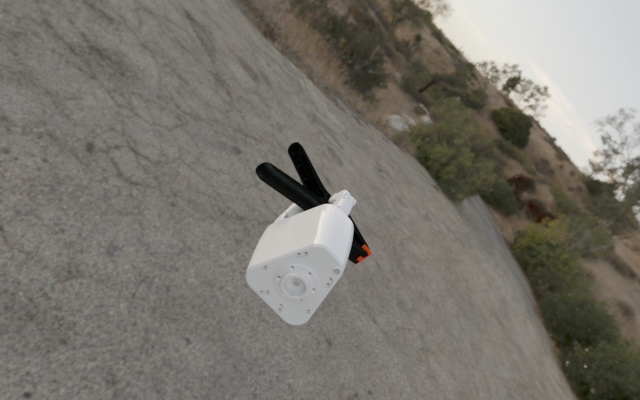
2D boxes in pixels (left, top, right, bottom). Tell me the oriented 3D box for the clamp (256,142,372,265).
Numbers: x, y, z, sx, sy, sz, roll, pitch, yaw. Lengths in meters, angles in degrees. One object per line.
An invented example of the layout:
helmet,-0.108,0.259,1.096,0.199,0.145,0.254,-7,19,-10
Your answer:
clamp,0.001,0.002,0.706,0.036,0.210,0.164,-38,12,22
